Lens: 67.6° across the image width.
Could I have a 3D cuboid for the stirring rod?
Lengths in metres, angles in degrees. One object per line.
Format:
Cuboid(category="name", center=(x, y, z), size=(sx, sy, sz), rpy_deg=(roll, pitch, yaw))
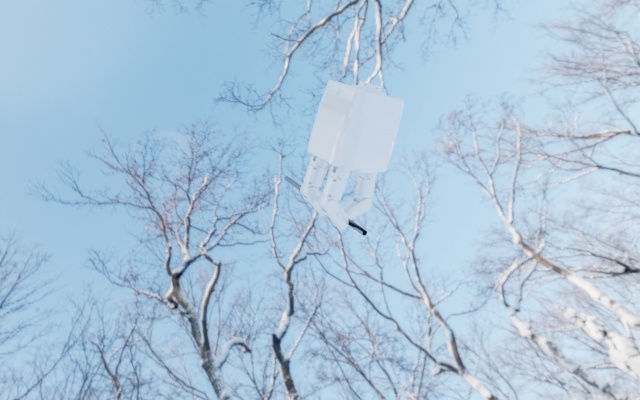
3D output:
Cuboid(category="stirring rod", center=(0.000, 0.002, 0.744), size=(0.011, 0.011, 0.239), rpy_deg=(0, 20, -32))
